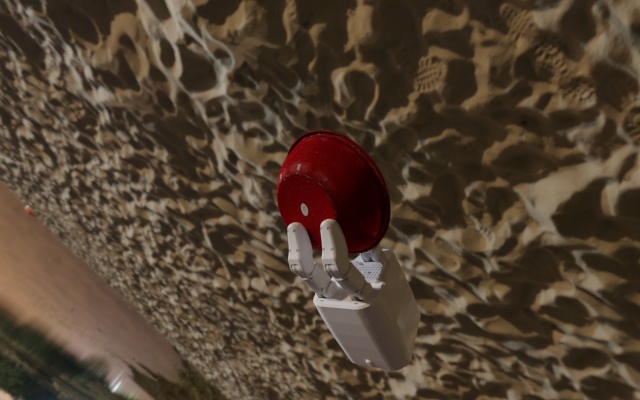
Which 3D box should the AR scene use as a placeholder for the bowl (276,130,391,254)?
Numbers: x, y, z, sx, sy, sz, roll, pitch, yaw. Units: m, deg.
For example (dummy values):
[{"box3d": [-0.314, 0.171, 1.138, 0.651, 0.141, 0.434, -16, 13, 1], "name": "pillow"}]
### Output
[{"box3d": [-0.001, 0.001, 0.561, 0.162, 0.162, 0.055, 0, 22, 43], "name": "bowl"}]
